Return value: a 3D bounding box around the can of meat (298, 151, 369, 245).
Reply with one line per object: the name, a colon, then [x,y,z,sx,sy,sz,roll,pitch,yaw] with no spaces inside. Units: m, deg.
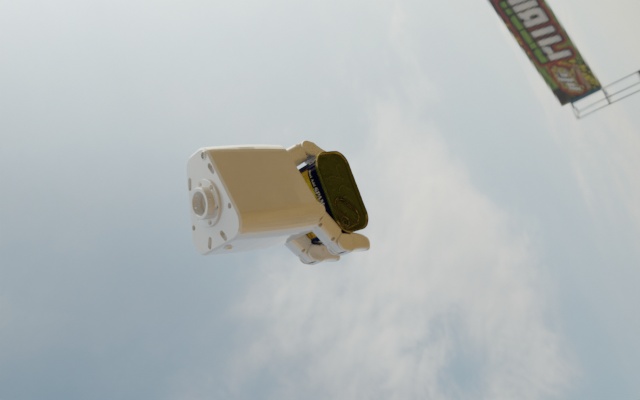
can of meat: [0.000,0.002,0.594,0.084,0.102,0.057,-27,-10,42]
